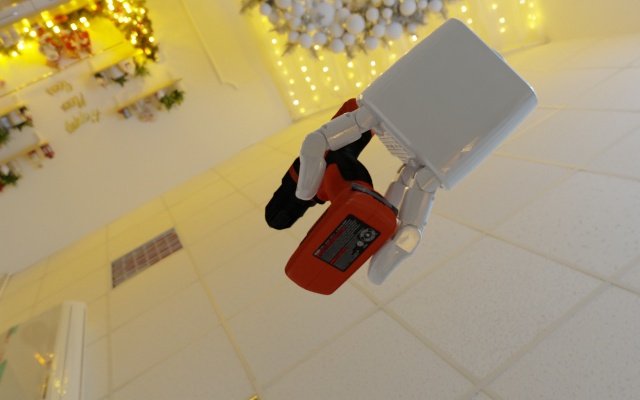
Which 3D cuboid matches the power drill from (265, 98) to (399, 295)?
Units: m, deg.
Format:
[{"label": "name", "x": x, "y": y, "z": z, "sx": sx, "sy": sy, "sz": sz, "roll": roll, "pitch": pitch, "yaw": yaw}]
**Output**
[{"label": "power drill", "x": 0.000, "y": 0.002, "z": 0.476, "sx": 0.057, "sy": 0.184, "sz": 0.187, "roll": 28, "pitch": 27, "yaw": -22}]
